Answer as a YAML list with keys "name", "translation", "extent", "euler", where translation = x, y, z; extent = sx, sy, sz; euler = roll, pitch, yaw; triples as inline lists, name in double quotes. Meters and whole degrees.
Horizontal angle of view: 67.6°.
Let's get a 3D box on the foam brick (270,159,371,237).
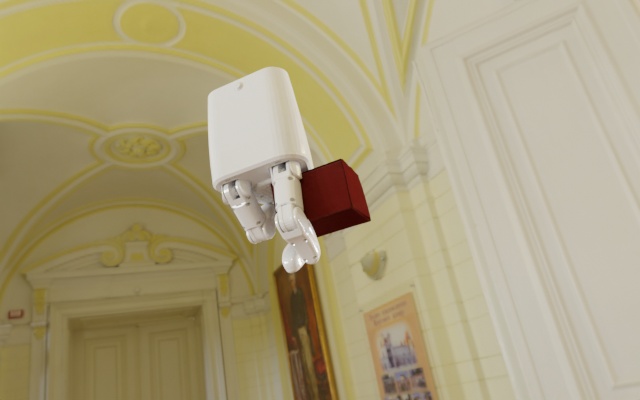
- name: "foam brick"
  translation: [0.000, 0.002, 0.460]
  extent: [0.078, 0.051, 0.053]
  euler: [-18, -23, 18]
